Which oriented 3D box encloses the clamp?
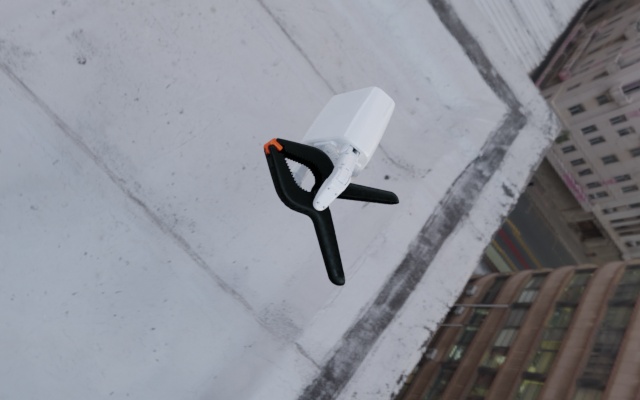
[{"bbox_3d":[0.000,0.001,0.646,0.210,0.164,0.036,38,-25,-17],"label":"clamp"}]
